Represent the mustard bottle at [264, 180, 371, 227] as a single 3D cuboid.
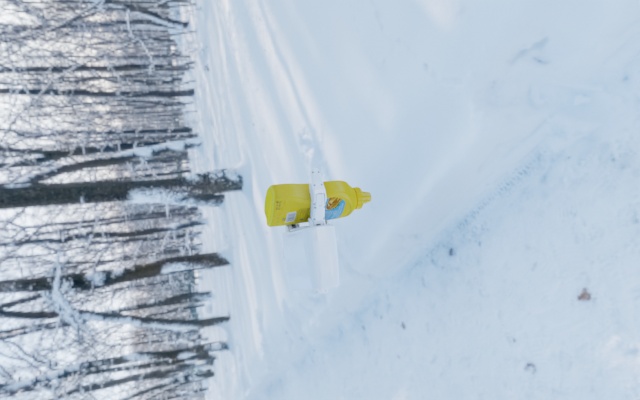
[{"bbox_3d":[0.000,0.002,0.852,0.191,0.058,0.096,-5,-32,-17],"label":"mustard bottle"}]
